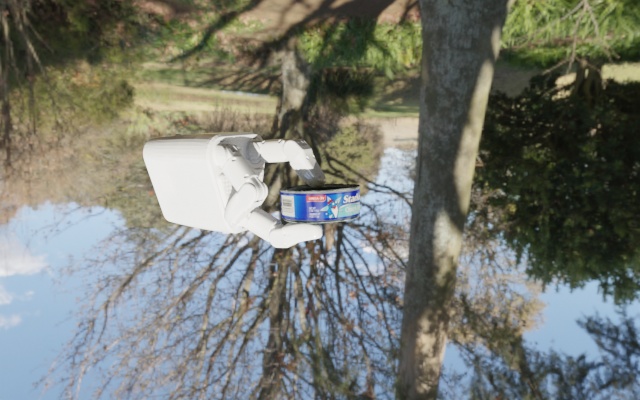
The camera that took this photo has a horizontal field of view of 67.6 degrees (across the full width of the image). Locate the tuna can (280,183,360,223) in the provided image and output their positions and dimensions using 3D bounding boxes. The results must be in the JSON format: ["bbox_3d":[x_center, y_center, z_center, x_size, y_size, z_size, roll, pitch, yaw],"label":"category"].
[{"bbox_3d":[0.000,0.002,0.511,0.086,0.034,0.086,-2,6,0],"label":"tuna can"}]
